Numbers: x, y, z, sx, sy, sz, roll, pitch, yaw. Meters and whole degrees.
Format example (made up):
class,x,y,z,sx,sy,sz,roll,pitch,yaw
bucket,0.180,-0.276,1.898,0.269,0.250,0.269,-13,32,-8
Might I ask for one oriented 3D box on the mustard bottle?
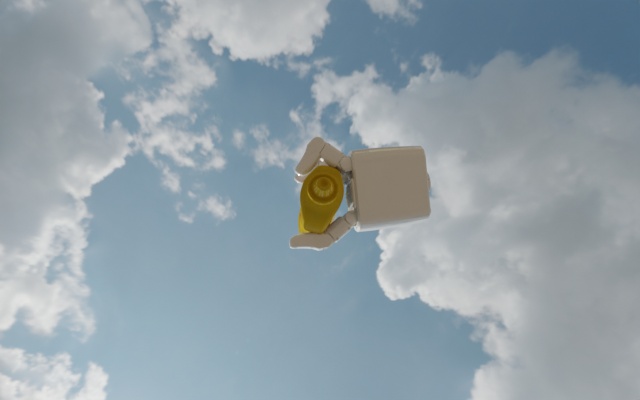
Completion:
class,x,y,z,sx,sy,sz,roll,pitch,yaw
mustard bottle,0.000,0.002,0.686,0.058,0.096,0.192,17,-14,1
